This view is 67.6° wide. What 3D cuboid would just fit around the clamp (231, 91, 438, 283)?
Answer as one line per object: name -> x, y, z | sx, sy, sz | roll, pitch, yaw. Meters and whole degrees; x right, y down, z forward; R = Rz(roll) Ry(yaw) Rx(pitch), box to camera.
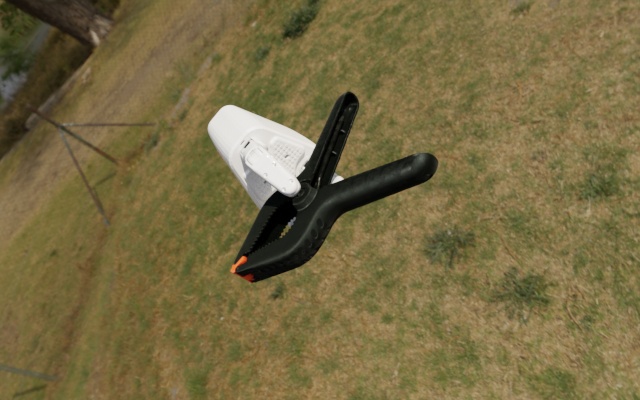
clamp -> -0.001, 0.001, 0.436 | 0.036, 0.210, 0.164 | 38, 3, -36
